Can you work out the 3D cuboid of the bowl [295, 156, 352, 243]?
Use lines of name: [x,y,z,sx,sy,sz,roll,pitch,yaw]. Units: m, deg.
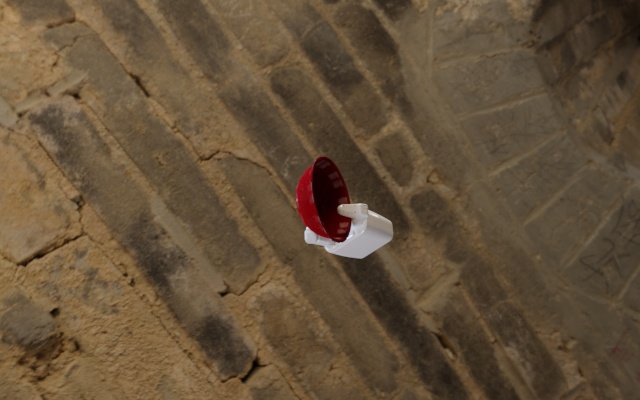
bowl: [-0.001,0.002,0.878,0.055,0.162,0.162,-13,-6,25]
